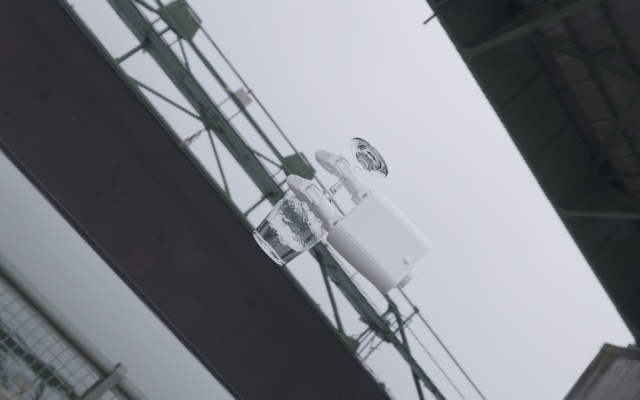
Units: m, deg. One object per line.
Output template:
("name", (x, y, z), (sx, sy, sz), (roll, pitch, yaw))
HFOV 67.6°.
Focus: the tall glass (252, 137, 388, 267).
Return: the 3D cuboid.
("tall glass", (0.000, 0.002, 0.665), (0.201, 0.079, 0.079), (-42, 14, -16))
